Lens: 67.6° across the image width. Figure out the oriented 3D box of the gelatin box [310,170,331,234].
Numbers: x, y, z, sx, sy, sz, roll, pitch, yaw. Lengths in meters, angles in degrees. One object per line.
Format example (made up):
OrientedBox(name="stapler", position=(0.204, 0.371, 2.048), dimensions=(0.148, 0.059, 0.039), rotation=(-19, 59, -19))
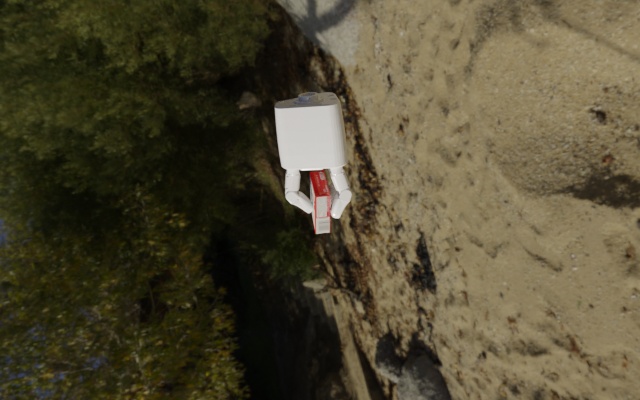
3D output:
OrientedBox(name="gelatin box", position=(0.000, 0.003, 0.852), dimensions=(0.030, 0.089, 0.073), rotation=(-5, 38, -6))
